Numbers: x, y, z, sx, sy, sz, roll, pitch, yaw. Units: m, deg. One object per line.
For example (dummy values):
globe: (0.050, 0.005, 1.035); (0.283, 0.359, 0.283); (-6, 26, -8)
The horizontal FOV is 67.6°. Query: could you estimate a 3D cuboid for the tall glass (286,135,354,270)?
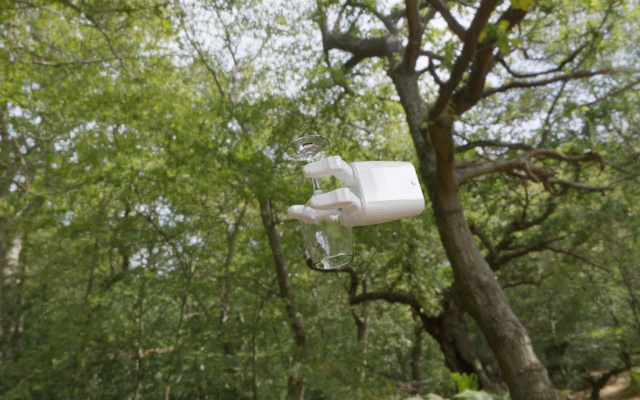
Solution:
tall glass: (0.000, 0.002, 0.744); (0.079, 0.201, 0.079); (-10, -24, -5)
